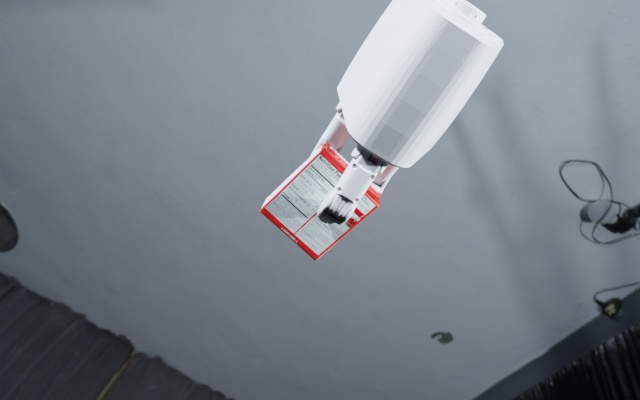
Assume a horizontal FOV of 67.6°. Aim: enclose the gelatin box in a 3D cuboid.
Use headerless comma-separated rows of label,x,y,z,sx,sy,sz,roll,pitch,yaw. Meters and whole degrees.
gelatin box,0.000,0.002,0.443,0.089,0.073,0.030,-43,12,23
